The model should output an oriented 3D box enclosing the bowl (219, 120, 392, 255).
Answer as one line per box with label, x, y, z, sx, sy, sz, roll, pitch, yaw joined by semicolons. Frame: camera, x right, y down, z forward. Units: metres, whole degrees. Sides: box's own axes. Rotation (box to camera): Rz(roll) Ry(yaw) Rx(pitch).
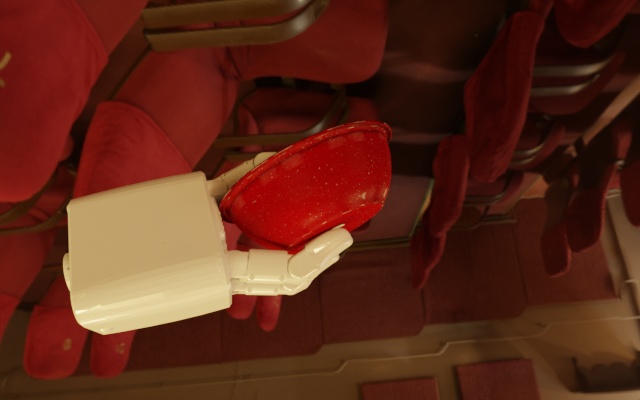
bowl;0.001;0.001;0.401;0.162;0.055;0.162;-26;-14;-7
